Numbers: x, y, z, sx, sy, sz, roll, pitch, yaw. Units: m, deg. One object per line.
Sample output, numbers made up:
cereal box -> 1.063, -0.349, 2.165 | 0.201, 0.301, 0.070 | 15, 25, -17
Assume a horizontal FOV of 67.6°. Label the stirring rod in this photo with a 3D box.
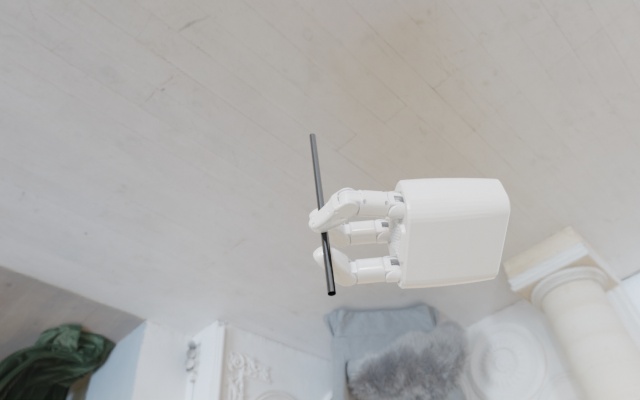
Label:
stirring rod -> 0.000, 0.002, 0.526 | 0.011, 0.011, 0.239 | -4, 45, -4
